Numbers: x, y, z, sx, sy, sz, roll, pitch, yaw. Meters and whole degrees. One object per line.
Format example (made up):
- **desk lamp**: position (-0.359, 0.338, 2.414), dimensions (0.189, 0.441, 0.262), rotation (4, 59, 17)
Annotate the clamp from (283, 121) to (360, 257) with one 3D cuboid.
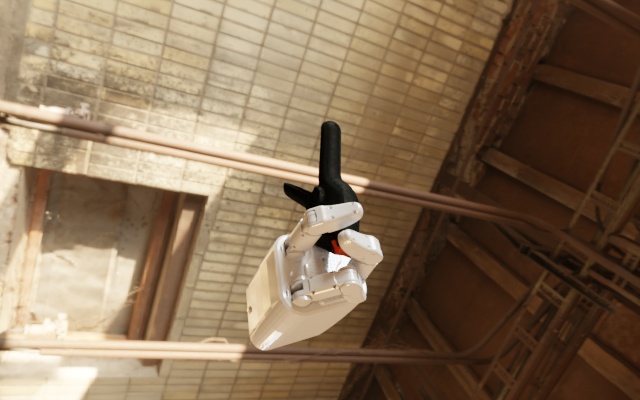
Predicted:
- **clamp**: position (0.001, 0.002, 0.564), dimensions (0.039, 0.171, 0.120), rotation (10, -41, -26)
